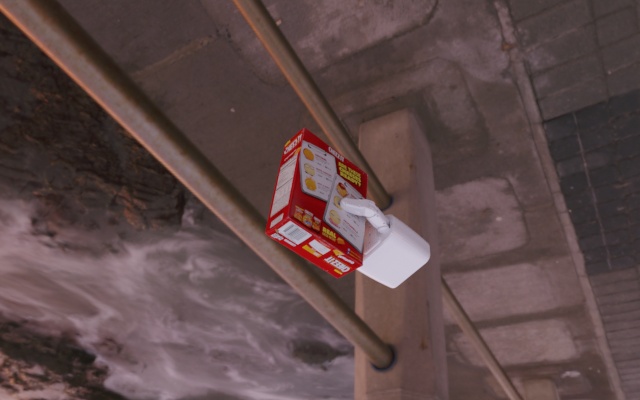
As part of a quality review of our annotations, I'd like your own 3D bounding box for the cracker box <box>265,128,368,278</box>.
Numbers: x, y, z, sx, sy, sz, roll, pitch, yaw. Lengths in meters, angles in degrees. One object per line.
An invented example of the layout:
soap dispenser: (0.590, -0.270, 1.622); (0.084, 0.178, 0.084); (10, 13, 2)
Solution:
cracker box: (0.000, 0.003, 0.829); (0.164, 0.213, 0.072); (34, -49, -27)
